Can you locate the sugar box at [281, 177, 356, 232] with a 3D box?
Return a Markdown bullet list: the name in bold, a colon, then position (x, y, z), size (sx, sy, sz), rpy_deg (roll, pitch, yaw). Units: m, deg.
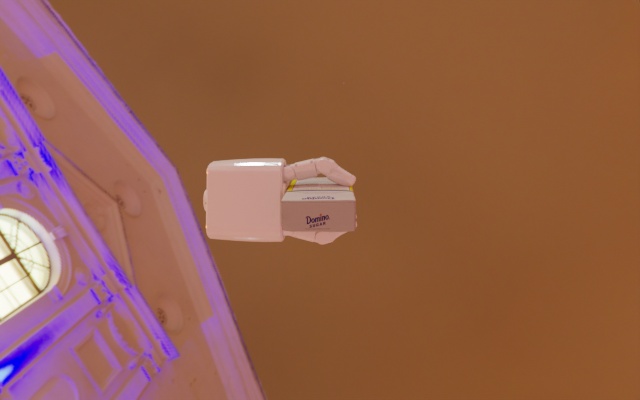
- **sugar box**: position (0.000, 0.003, 0.660), size (0.093, 0.048, 0.176), rpy_deg (0, 14, 3)
